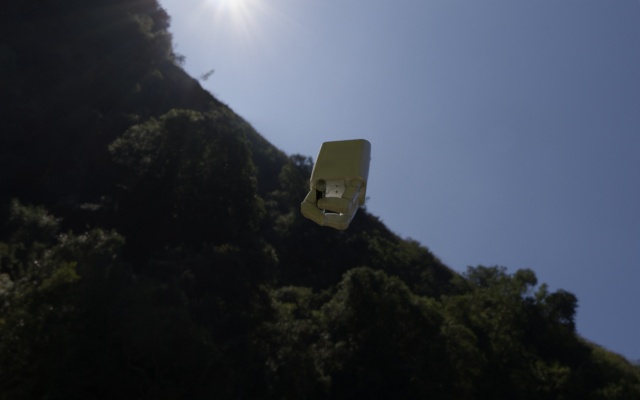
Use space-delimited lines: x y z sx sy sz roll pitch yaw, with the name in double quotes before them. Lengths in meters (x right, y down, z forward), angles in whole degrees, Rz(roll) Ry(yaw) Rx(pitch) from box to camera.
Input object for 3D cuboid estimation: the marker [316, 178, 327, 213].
"marker" 0.000 0.003 0.899 0.020 0.020 0.121 0 -36 -1
